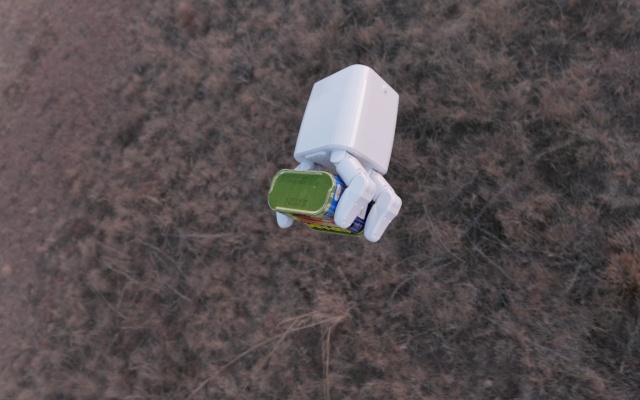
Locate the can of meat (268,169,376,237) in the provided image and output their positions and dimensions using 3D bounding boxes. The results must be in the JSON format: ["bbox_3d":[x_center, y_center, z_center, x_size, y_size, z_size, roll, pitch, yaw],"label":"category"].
[{"bbox_3d":[0.000,0.002,0.568,0.102,0.057,0.084,6,-14,41],"label":"can of meat"}]
